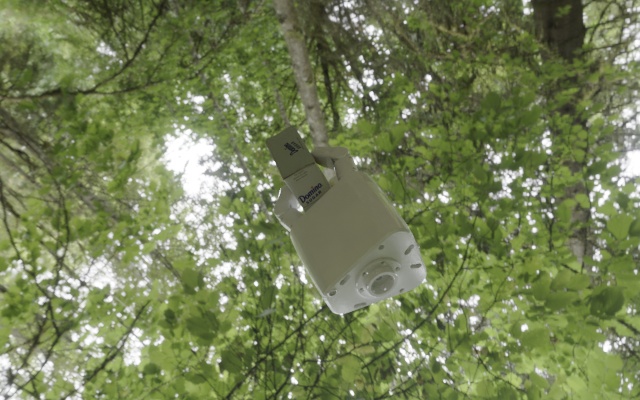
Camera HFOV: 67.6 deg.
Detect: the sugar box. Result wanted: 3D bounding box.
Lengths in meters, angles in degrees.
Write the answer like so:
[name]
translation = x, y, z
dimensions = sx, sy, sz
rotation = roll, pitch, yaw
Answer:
[sugar box]
translation = 0.001, 0.002, 0.584
dimensions = 0.048, 0.176, 0.093
rotation = -29, 39, 0
